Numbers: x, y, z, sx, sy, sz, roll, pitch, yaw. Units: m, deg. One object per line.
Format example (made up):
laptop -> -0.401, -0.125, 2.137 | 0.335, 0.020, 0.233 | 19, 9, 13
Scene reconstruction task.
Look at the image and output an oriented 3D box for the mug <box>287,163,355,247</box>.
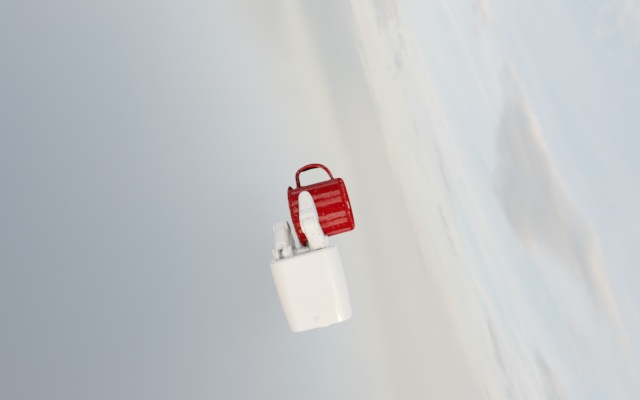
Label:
mug -> 0.000, 0.001, 0.706 | 0.081, 0.117, 0.093 | -15, 2, 7
